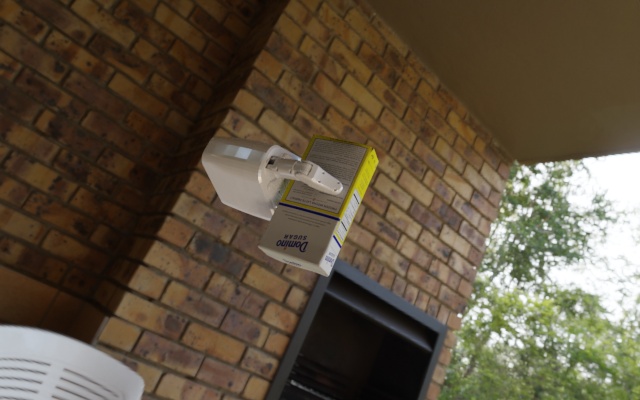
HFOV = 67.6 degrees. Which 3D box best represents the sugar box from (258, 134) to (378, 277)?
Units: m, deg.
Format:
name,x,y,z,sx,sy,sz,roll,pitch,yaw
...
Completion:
name,x,y,z,sx,sy,sz,roll,pitch,yaw
sugar box,0.000,0.002,0.621,0.093,0.176,0.048,15,-20,27
